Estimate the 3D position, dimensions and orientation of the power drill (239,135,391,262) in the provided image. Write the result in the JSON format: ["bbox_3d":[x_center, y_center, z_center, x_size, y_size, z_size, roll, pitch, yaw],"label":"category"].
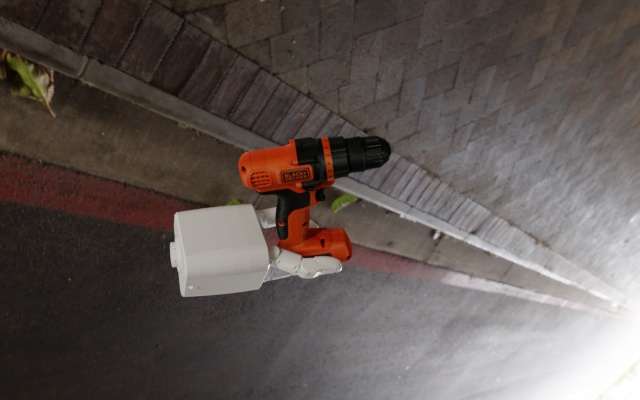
[{"bbox_3d":[0.000,0.002,0.621,0.184,0.188,0.057,-7,39,0],"label":"power drill"}]
